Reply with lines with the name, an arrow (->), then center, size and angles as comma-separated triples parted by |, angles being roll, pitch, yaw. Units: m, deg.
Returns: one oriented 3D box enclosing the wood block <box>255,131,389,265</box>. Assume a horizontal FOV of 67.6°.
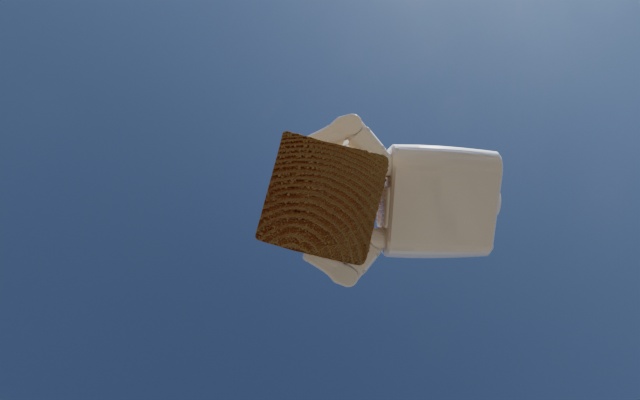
wood block -> 0.000, 0.002, 0.473 | 0.090, 0.091, 0.206 | 14, -2, 0
